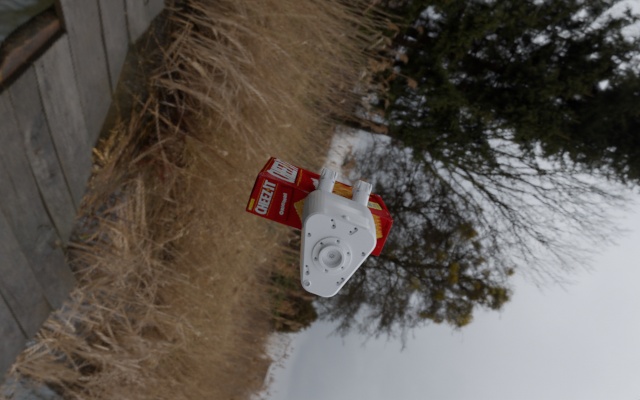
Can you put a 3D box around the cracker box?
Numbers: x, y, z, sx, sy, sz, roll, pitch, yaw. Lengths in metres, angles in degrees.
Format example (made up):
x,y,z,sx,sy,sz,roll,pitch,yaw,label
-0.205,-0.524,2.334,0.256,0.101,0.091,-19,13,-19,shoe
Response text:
x,y,z,sx,sy,sz,roll,pitch,yaw,label
0.000,0.003,0.783,0.214,0.072,0.164,20,13,-4,cracker box
